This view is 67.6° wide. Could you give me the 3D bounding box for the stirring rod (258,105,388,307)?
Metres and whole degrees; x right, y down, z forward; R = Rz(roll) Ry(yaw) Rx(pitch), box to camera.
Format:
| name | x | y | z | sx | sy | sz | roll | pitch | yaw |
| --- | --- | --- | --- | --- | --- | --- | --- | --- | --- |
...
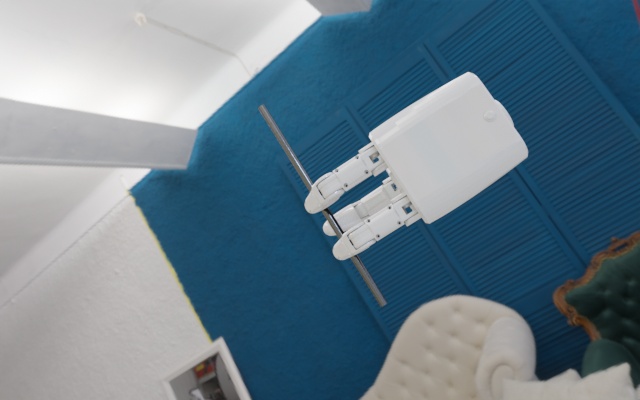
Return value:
| name | x | y | z | sx | sy | sz | roll | pitch | yaw |
| --- | --- | --- | --- | --- | --- | --- | --- | --- | --- |
| stirring rod | 0.000 | 0.002 | 0.487 | 0.011 | 0.239 | 0.011 | -31 | -9 | -6 |
